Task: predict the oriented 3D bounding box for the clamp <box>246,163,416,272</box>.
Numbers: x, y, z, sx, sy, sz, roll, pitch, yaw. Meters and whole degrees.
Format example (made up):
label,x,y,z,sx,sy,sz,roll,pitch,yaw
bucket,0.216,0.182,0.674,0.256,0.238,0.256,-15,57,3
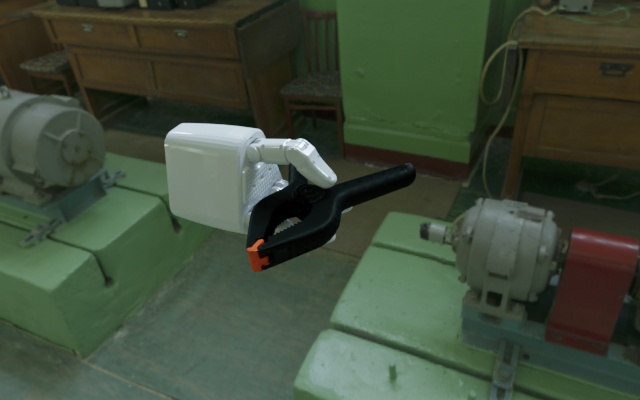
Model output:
label,x,y,z,sx,sy,sz,roll,pitch,yaw
clamp,0.000,0.001,0.506,0.164,0.036,0.210,9,38,24
